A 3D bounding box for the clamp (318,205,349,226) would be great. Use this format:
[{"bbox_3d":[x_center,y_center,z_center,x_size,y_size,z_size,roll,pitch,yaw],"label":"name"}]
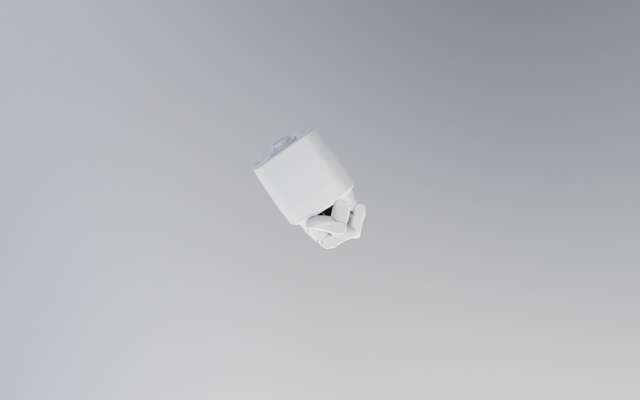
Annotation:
[{"bbox_3d":[0.000,0.003,0.823,0.039,0.120,0.171,-42,15,-7],"label":"clamp"}]
